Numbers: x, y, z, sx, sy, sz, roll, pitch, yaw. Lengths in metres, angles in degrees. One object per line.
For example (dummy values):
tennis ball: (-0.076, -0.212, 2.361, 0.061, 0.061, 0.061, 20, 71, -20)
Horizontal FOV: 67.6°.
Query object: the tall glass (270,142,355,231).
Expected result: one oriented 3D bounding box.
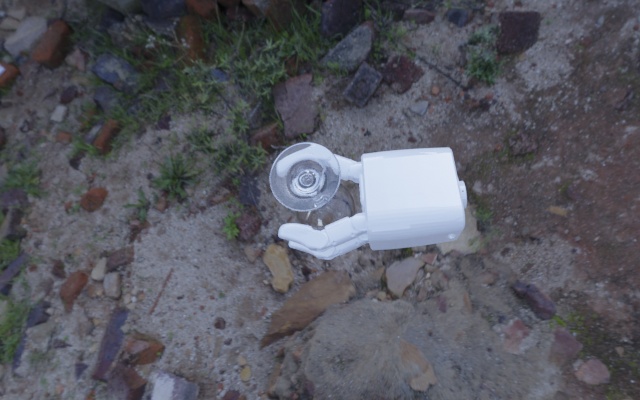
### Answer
tall glass: (0.000, 0.002, 0.579, 0.079, 0.079, 0.201, 0, -16, 9)
